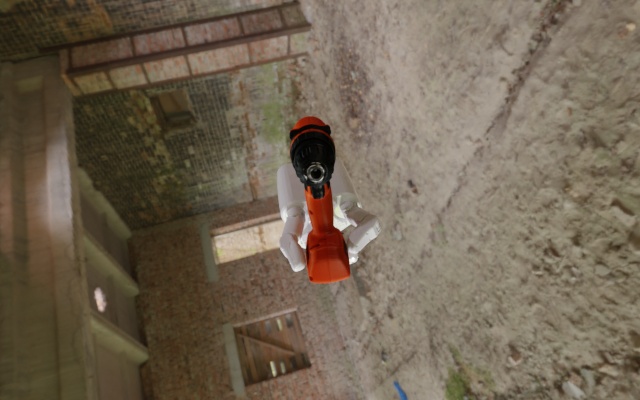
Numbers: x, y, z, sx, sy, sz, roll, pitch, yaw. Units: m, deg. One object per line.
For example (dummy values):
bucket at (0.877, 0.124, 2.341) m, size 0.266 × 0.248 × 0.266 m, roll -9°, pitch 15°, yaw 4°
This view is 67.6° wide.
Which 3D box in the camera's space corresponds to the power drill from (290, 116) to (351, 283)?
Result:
power drill at (0.000, 0.002, 0.579) m, size 0.057 × 0.188 × 0.184 m, roll -6°, pitch 22°, yaw 1°
